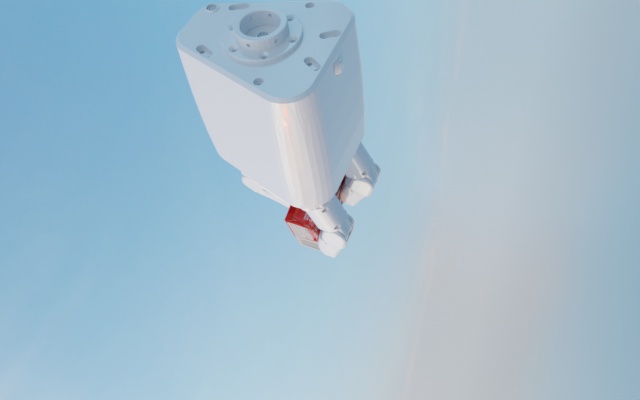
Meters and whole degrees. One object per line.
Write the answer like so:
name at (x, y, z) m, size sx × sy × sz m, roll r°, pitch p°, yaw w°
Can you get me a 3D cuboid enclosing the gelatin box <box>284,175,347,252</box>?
gelatin box at (0.000, 0.001, 0.440) m, size 0.030 × 0.073 × 0.089 m, roll 18°, pitch -16°, yaw 12°
